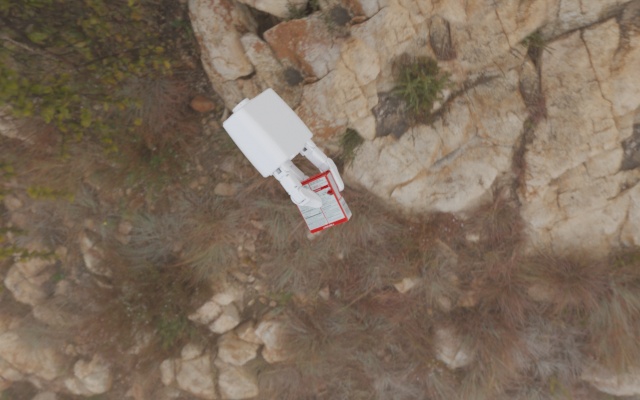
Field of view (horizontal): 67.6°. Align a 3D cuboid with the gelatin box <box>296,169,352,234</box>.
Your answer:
[{"bbox_3d":[0.000,0.003,0.796,0.073,0.089,0.030,-22,12,24],"label":"gelatin box"}]
